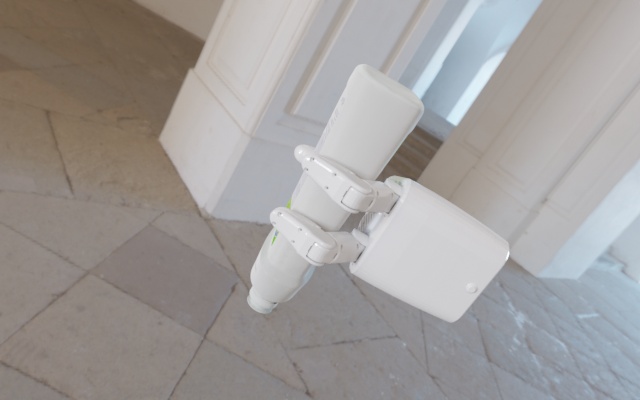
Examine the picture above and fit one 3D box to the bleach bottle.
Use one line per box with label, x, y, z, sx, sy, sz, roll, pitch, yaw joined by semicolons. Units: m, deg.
bleach bottle;0.000;0.001;0.448;0.068;0.251;0.102;30;21;-5
